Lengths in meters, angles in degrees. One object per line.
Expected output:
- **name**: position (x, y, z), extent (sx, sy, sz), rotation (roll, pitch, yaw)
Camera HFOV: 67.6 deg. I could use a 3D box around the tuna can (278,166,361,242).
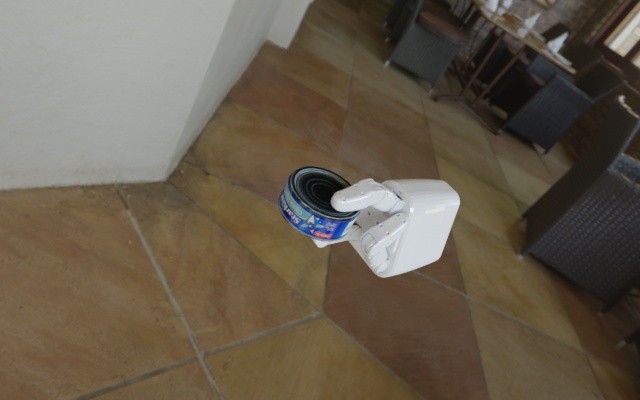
- **tuna can**: position (0.000, 0.001, 0.516), extent (0.086, 0.034, 0.086), rotation (18, 37, -15)
